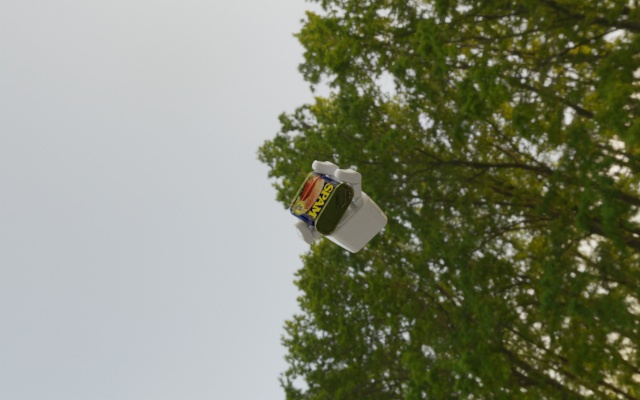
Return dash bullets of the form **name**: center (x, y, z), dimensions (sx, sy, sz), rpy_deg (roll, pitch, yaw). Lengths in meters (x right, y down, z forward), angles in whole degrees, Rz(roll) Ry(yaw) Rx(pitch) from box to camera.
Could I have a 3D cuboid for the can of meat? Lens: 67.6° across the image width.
- **can of meat**: center (0.000, 0.003, 0.897), dimensions (0.084, 0.102, 0.057), rpy_deg (28, -5, 42)
